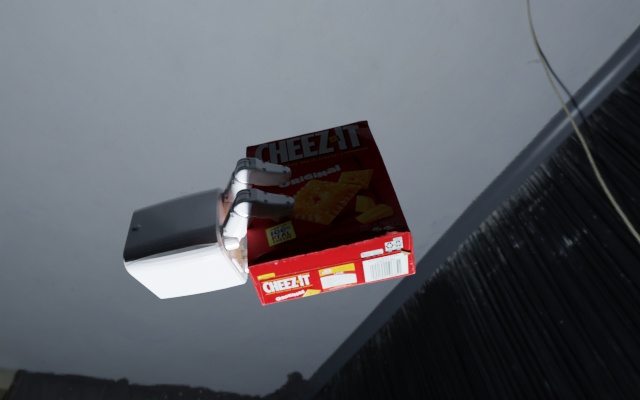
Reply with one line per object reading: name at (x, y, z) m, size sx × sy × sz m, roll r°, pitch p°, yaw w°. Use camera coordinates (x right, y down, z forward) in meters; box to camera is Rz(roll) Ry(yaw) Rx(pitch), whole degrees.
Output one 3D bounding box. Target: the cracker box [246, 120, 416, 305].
cracker box at (0.000, 0.002, 0.549) m, size 0.164 × 0.072 × 0.213 m, roll -12°, pitch 41°, yaw 1°
